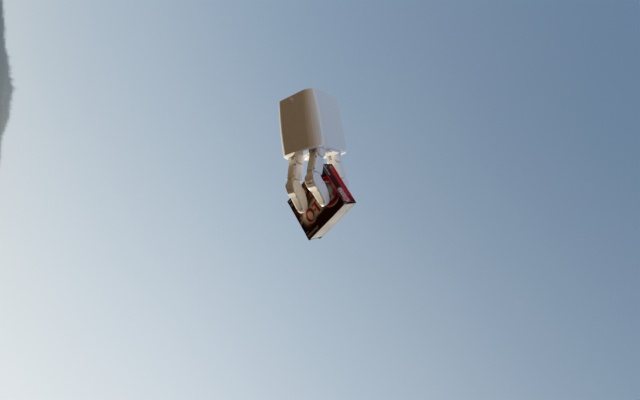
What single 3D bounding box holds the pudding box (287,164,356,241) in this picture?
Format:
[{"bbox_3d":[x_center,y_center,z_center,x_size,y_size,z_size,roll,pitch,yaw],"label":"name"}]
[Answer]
[{"bbox_3d":[0.000,0.003,0.849,0.039,0.090,0.113,-4,-35,-44],"label":"pudding box"}]
